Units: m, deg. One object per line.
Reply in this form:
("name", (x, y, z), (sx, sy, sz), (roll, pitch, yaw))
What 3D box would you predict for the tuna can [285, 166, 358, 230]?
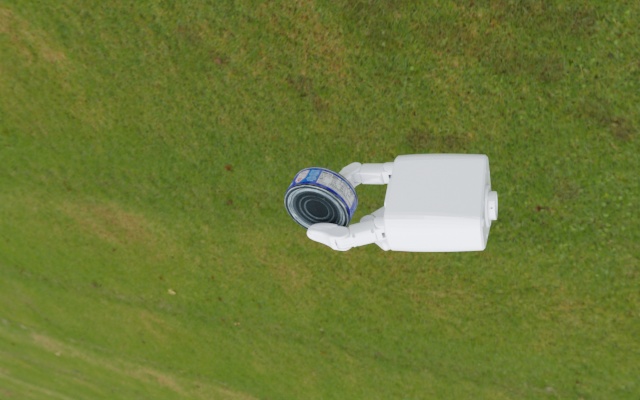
("tuna can", (0.000, 0.002, 0.583), (0.086, 0.086, 0.033), (0, 42, 29))
